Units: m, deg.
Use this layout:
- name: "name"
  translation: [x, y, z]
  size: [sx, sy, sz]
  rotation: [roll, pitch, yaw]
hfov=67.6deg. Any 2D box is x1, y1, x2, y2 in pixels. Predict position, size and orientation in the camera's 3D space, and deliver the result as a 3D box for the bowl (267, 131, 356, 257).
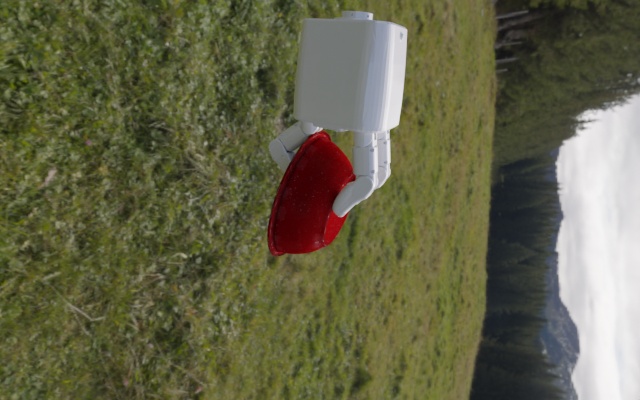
- name: "bowl"
  translation: [0.000, 0.003, 0.570]
  size: [0.055, 0.162, 0.162]
  rotation: [22, 6, 15]
